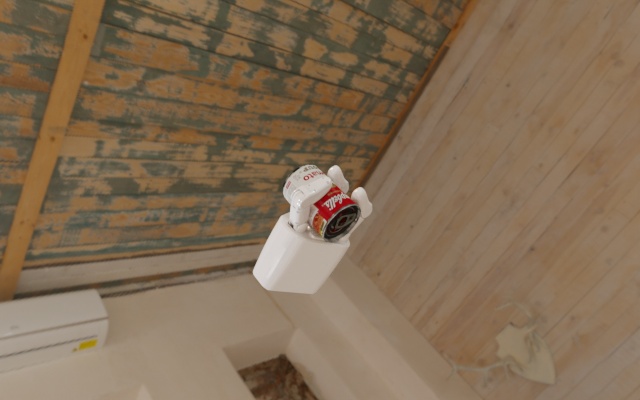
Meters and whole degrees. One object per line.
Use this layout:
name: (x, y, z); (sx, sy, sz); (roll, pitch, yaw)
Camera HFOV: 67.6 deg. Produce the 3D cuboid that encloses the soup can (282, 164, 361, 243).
soup can: (0.000, 0.002, 0.690); (0.068, 0.068, 0.102); (0, 38, -50)
